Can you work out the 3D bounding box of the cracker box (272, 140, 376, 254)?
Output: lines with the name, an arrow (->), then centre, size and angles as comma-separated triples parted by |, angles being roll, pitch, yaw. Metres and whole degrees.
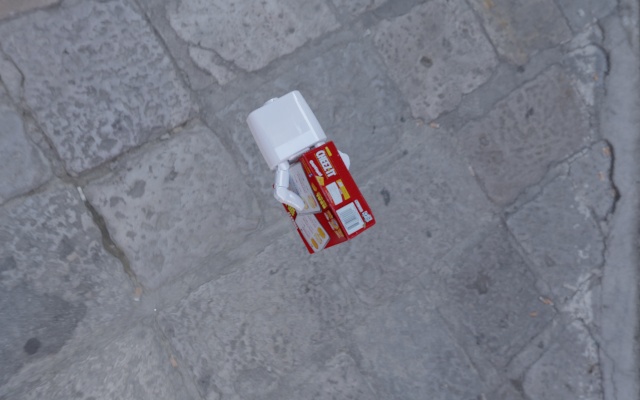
cracker box -> 0.000, 0.003, 0.891 | 0.072, 0.164, 0.214 | -28, -2, -22
